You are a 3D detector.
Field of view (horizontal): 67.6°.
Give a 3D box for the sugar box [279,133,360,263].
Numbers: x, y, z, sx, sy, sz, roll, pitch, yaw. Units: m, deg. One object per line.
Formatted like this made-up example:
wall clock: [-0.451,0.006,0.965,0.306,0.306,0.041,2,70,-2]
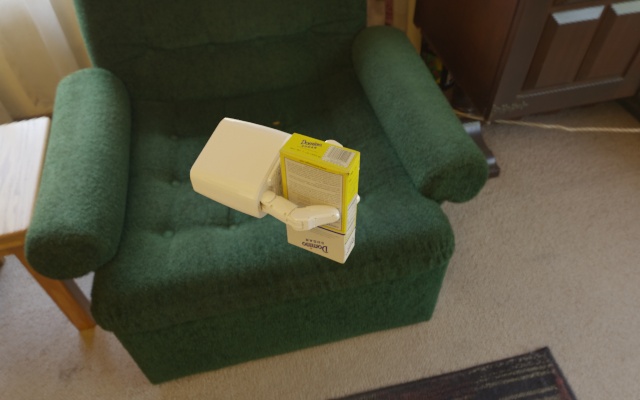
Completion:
sugar box: [0.000,0.002,0.633,0.093,0.048,0.176,20,-38,18]
